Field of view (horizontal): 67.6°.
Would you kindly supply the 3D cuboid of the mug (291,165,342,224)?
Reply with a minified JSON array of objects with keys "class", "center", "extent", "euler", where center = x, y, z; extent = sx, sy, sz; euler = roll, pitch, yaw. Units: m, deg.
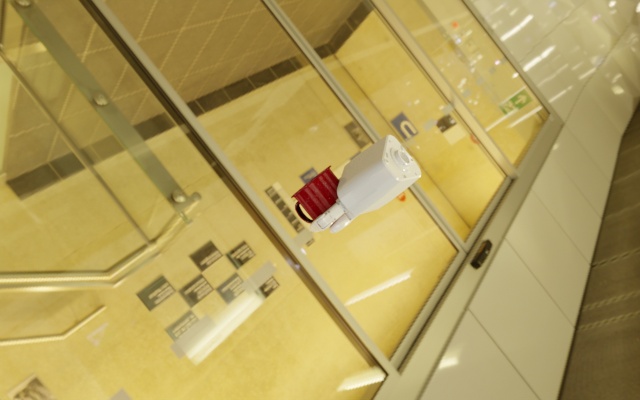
[{"class":"mug","center":[-0.001,0.004,0.865],"extent":[0.117,0.081,0.093],"euler":[-38,1,35]}]
